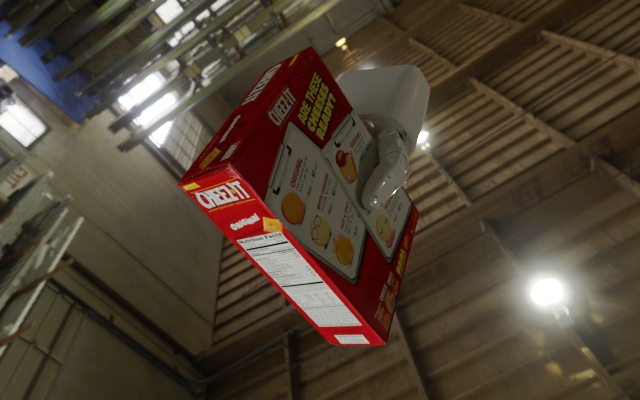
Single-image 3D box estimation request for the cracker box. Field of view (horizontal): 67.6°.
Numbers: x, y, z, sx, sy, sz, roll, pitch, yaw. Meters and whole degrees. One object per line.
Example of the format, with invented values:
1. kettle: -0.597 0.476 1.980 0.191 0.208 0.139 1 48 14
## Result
1. cracker box: 0.000 0.001 0.428 0.072 0.214 0.164 -15 35 37
